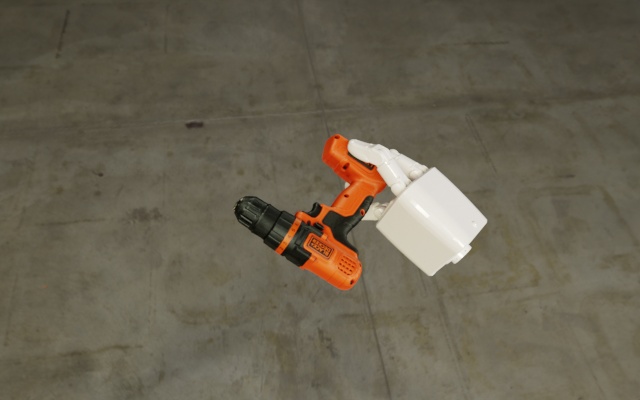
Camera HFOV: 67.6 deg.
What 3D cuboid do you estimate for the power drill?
[{"bbox_3d":[0.001,0.002,0.647,0.184,0.187,0.057,34,-27,-7],"label":"power drill"}]
